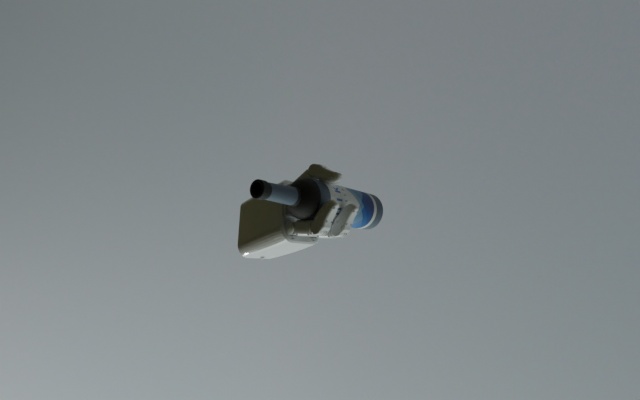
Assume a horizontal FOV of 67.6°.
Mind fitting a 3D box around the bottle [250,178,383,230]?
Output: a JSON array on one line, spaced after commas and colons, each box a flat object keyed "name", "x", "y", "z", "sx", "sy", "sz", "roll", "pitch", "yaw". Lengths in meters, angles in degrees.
[{"name": "bottle", "x": 0.000, "y": 0.002, "z": 0.767, "sx": 0.069, "sy": 0.069, "sz": 0.296, "roll": 0, "pitch": -7, "yaw": 37}]
